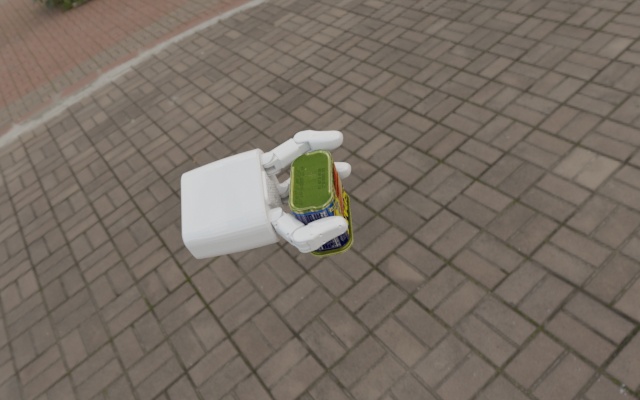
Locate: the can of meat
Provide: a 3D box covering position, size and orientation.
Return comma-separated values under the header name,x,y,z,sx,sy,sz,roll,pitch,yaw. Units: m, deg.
name,x,y,z,sx,sy,sz,roll,pitch,yaw
can of meat,0.000,0.002,0.575,0.057,0.102,0.084,-12,-45,12
